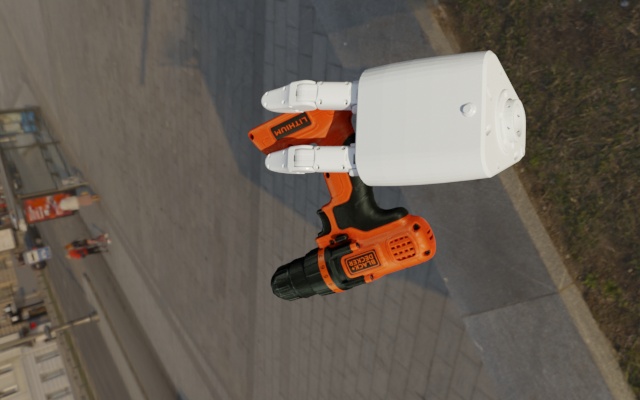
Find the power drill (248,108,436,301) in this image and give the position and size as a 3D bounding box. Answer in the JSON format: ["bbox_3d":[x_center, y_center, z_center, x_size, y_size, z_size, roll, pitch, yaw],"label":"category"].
[{"bbox_3d":[0.000,0.001,0.482,0.184,0.187,0.057,-22,5,23],"label":"power drill"}]
